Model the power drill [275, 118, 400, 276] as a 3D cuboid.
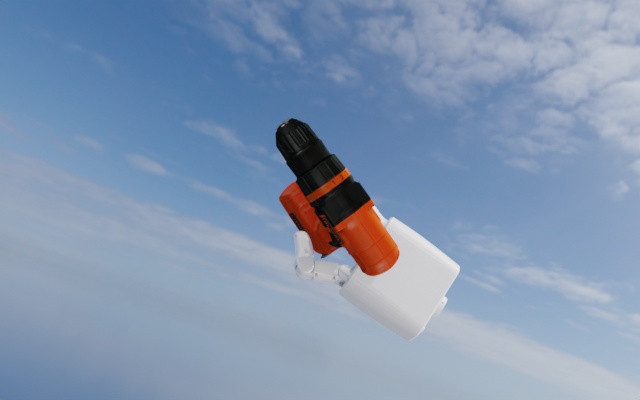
[{"bbox_3d":[0.000,0.002,0.554,0.057,0.184,0.187,-35,3,-11],"label":"power drill"}]
